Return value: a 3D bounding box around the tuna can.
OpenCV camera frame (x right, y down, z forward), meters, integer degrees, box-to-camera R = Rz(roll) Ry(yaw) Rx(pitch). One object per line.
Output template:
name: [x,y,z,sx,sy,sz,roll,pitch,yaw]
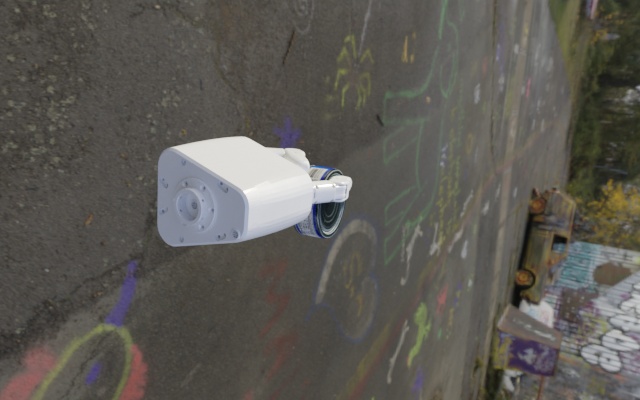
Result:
tuna can: [0.001,0.002,0.572,0.034,0.086,0.086,9,4,24]
